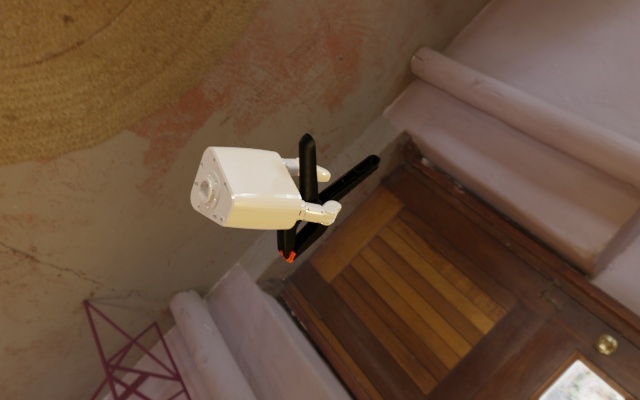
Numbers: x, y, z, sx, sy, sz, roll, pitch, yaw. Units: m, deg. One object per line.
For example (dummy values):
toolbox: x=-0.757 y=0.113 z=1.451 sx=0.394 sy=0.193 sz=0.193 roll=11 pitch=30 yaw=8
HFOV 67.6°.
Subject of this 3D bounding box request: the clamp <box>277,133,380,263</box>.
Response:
clamp: x=0.000 y=0.003 z=0.726 sx=0.164 sy=0.210 sz=0.036 roll=3 pitch=31 yaw=-42
